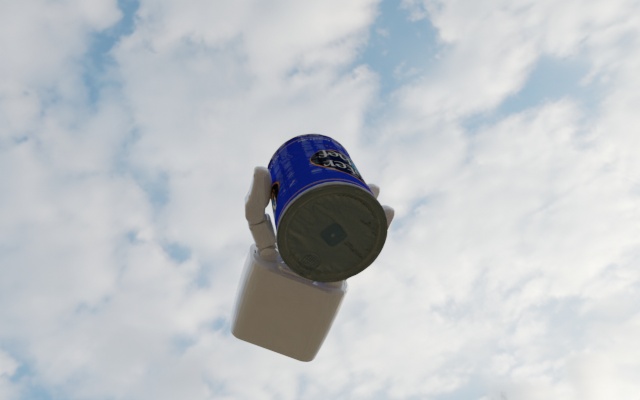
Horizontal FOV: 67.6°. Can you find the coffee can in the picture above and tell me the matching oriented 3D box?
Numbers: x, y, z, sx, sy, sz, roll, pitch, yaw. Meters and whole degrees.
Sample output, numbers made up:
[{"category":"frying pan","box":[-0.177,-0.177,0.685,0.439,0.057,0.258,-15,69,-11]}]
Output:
[{"category":"coffee can","box":[0.000,0.001,0.491,0.103,0.103,0.140,0,26,-11]}]
